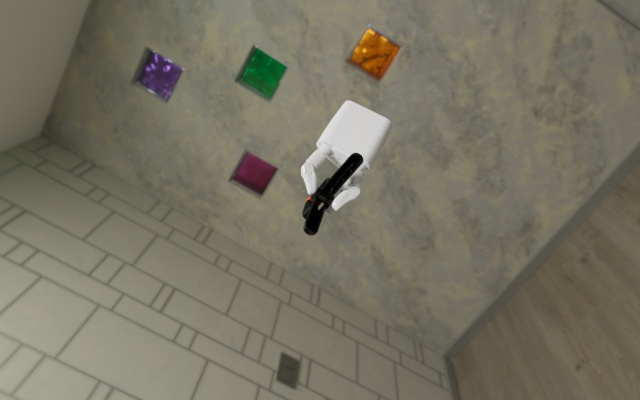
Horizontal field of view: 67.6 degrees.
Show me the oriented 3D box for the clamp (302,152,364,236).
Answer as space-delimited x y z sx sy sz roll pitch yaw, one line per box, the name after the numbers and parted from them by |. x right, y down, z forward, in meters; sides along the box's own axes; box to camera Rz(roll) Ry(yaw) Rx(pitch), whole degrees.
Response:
-0.001 0.002 0.886 0.036 0.164 0.210 36 -18 -7 | clamp
